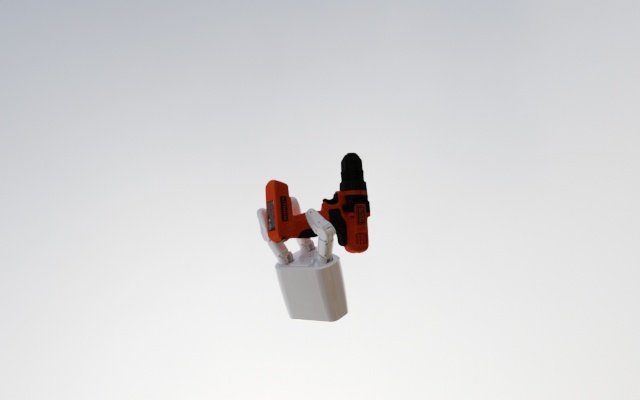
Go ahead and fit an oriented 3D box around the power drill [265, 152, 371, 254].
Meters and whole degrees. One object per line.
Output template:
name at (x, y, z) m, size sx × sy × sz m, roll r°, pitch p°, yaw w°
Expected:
power drill at (0.000, 0.003, 0.835) m, size 0.187 × 0.184 × 0.057 m, roll 0°, pitch -10°, yaw -24°
